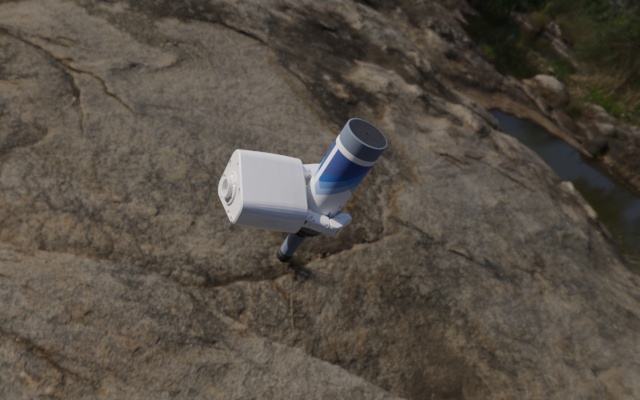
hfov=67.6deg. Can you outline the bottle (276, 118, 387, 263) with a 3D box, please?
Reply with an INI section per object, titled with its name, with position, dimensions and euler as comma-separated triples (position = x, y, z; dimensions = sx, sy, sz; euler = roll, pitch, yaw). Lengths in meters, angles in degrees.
[bottle]
position = 0.000, 0.002, 0.767
dimensions = 0.069, 0.069, 0.296
euler = 0, -42, -38
